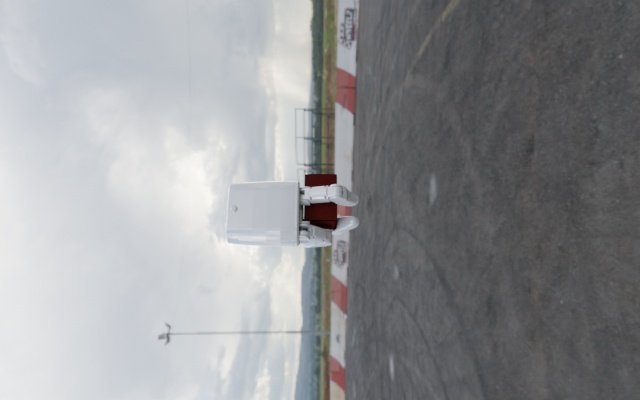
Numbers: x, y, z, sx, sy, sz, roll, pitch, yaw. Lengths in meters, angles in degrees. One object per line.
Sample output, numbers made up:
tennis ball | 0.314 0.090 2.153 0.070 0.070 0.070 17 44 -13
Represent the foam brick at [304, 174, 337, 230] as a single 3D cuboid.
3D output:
foam brick | 0.000 0.002 0.745 0.051 0.078 0.053 0 -19 0
